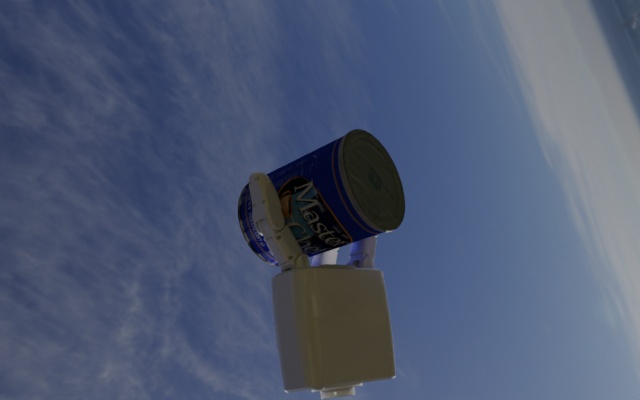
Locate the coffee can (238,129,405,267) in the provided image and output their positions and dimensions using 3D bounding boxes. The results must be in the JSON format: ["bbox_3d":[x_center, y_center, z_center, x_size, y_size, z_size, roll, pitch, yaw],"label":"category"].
[{"bbox_3d":[0.000,0.001,0.491,0.140,0.102,0.103,-23,-13,34],"label":"coffee can"}]
